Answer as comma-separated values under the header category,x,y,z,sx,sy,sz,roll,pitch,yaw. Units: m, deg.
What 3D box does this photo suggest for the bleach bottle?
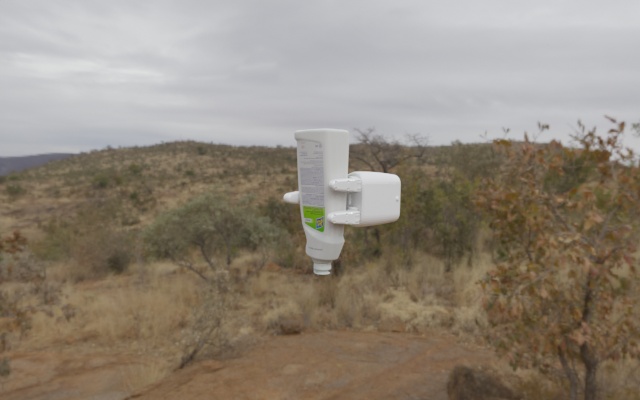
category,x,y,z,sx,sy,sz,roll,pitch,yaw
bleach bottle,0.000,0.003,0.842,0.068,0.251,0.102,-2,5,-40
